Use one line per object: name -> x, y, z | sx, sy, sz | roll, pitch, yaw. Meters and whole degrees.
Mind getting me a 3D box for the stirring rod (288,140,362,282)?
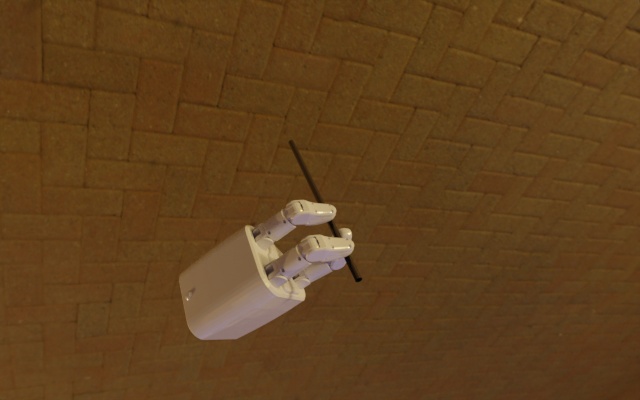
stirring rod -> 0.000, 0.002, 0.586 | 0.011, 0.011, 0.239 | 0, 44, -28
